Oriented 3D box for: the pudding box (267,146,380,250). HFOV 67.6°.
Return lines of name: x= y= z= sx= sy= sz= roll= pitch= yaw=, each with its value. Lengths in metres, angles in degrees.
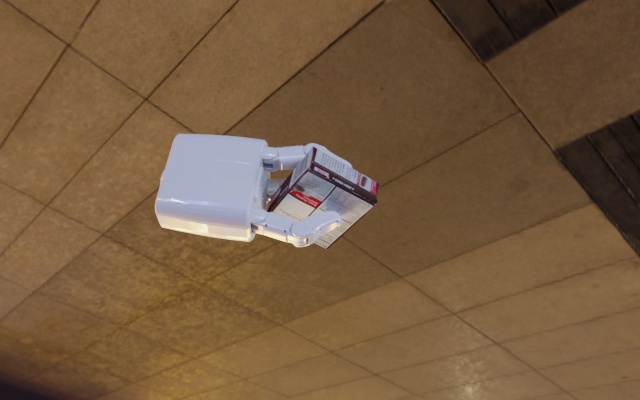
pudding box: x=0.000 y=0.002 z=0.552 sx=0.090 sy=0.039 sz=0.113 roll=27 pitch=-42 yaw=-17
